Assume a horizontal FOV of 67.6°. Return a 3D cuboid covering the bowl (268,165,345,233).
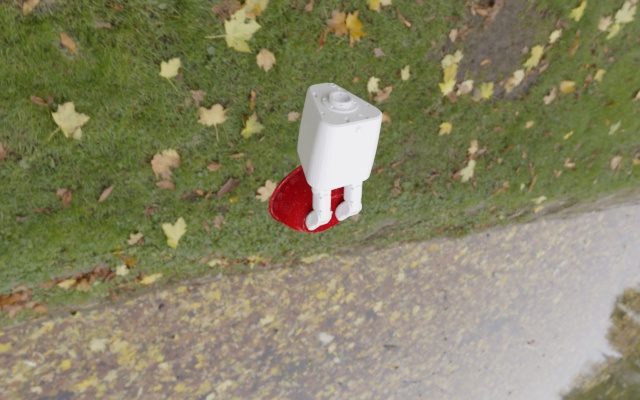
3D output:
[{"bbox_3d":[0.000,0.004,0.771,0.162,0.055,0.162,-24,-31,-15],"label":"bowl"}]
